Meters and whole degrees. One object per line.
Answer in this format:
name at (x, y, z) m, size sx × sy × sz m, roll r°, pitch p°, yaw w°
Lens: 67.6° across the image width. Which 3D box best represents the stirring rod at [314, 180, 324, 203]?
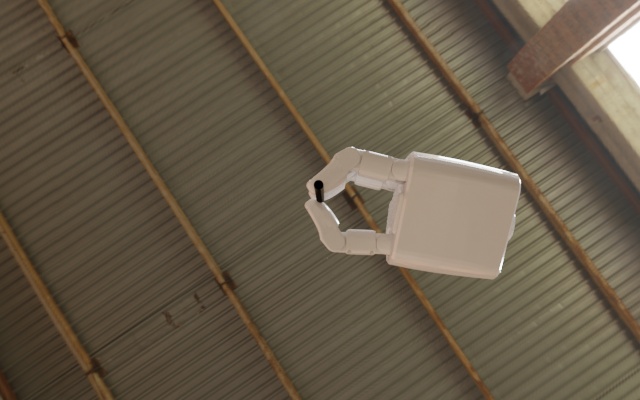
stirring rod at (0.000, 0.002, 0.505) m, size 0.011 × 0.011 × 0.239 m, roll 0°, pitch -7°, yaw 1°
